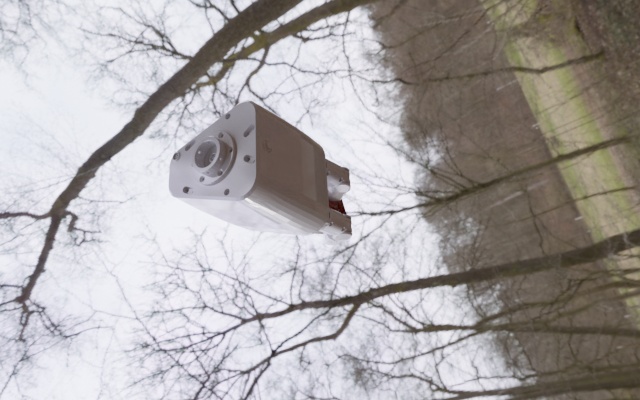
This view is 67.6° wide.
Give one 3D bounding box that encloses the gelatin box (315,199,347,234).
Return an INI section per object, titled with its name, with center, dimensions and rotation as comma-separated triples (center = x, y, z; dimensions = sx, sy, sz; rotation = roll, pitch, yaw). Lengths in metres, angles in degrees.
[gelatin box]
center = 0.000, 0.002, 0.571
dimensions = 0.030, 0.073, 0.089
rotation = -21, -14, 22
